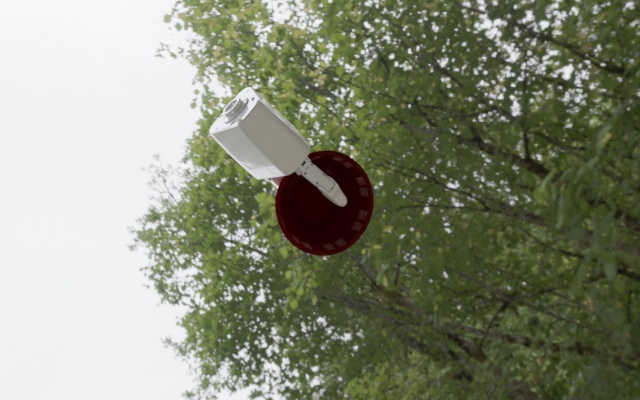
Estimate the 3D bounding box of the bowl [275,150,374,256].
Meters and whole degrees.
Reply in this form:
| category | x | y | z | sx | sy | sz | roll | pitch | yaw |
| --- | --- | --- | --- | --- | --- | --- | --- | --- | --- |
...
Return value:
| category | x | y | z | sx | sy | sz | roll | pitch | yaw |
| --- | --- | --- | --- | --- | --- | --- | --- | --- | --- |
| bowl | 0.001 | 0.003 | 0.751 | 0.162 | 0.162 | 0.055 | 0 | 5 | -21 |
